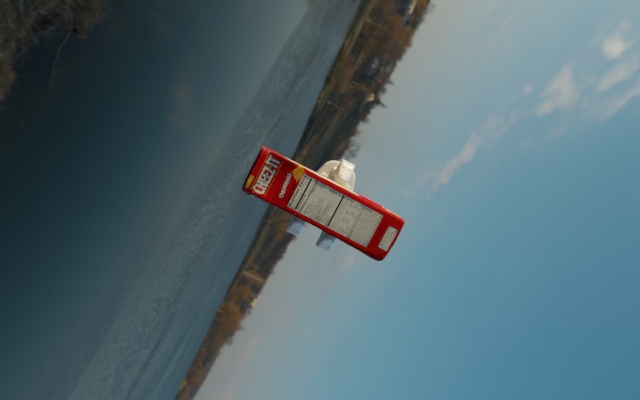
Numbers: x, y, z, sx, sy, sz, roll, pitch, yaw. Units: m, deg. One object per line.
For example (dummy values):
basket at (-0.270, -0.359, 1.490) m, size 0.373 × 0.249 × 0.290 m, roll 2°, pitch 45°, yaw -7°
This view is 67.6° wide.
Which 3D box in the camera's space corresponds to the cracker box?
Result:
cracker box at (0.000, 0.002, 0.698) m, size 0.214 × 0.072 × 0.164 m, roll 27°, pitch 2°, yaw -5°
